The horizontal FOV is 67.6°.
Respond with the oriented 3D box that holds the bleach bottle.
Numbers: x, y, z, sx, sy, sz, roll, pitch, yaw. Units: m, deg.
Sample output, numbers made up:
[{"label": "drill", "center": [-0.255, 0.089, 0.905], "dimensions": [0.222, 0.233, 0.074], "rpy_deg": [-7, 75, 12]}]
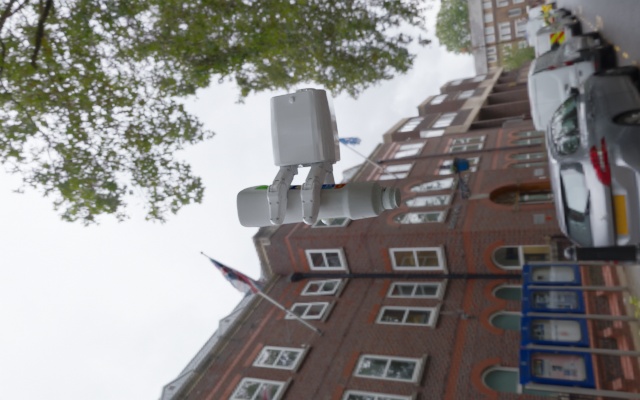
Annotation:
[{"label": "bleach bottle", "center": [0.000, 0.002, 0.729], "dimensions": [0.251, 0.068, 0.102], "rpy_deg": [-4, 5, 26]}]
